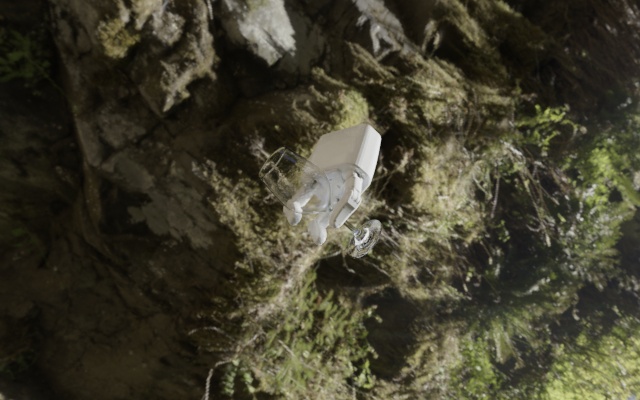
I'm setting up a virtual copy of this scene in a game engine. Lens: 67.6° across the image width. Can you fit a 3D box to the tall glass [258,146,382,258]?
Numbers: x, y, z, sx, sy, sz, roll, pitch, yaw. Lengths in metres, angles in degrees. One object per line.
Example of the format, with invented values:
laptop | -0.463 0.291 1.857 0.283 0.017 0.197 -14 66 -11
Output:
tall glass | 0.001 0.003 0.731 0.201 0.079 0.079 39 -17 -22
